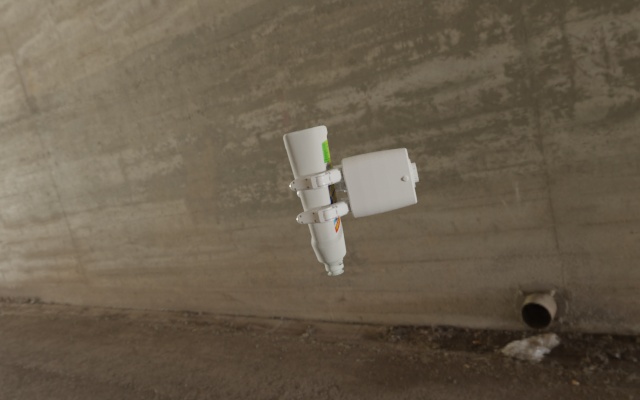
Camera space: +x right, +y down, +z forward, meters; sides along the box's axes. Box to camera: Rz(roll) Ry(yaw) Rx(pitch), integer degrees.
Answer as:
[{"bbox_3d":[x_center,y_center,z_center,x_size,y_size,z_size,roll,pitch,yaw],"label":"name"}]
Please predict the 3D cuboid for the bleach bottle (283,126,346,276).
[{"bbox_3d":[0.000,0.003,0.816,0.068,0.251,0.102,-11,9,11],"label":"bleach bottle"}]
